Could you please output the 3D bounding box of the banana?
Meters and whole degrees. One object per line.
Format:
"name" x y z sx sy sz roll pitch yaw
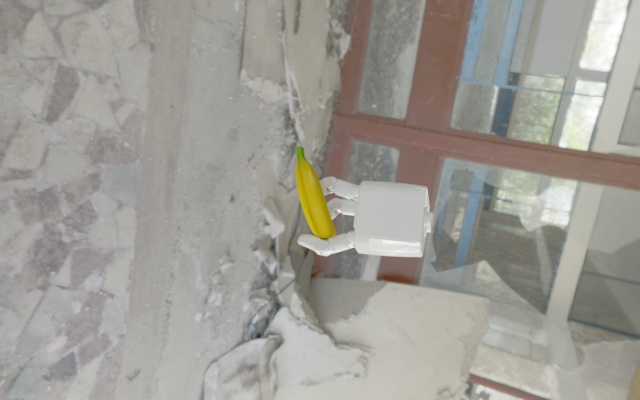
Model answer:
"banana" -0.004 0.011 0.771 0.037 0.198 0.069 -5 37 16
